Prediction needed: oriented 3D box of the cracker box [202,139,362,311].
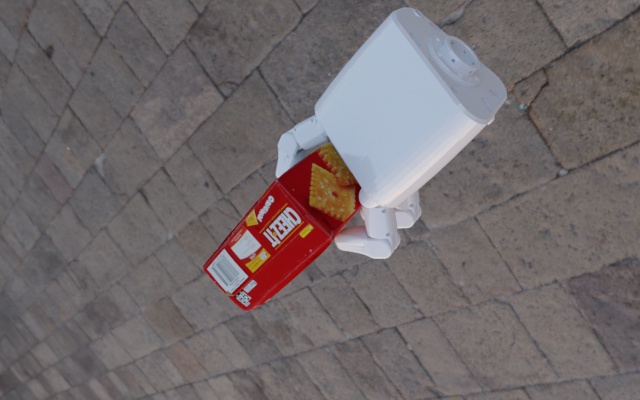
[{"bbox_3d":[0.000,0.002,0.490,0.164,0.072,0.213,-45,-3,42],"label":"cracker box"}]
